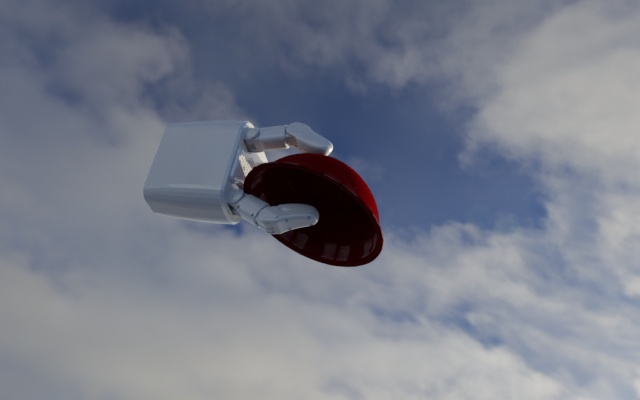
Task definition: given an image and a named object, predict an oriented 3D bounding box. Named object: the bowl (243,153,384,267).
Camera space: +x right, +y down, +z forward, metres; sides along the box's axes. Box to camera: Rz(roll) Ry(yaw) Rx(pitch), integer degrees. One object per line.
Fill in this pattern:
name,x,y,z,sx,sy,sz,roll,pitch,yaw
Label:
bowl,0.001,0.002,0.515,0.162,0.055,0.162,20,-35,15
